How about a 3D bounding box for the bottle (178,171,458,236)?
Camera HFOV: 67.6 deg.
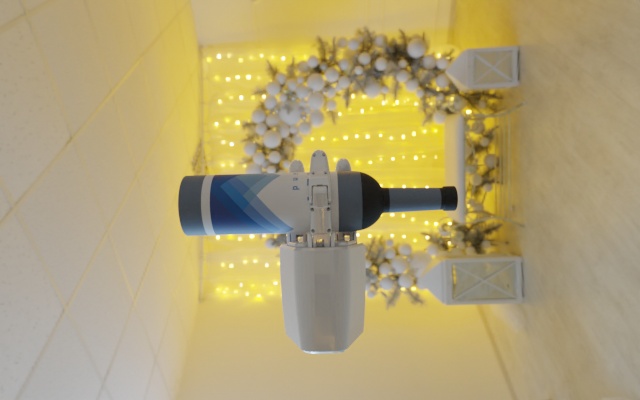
[{"bbox_3d":[0.000,0.002,0.524,0.296,0.069,0.069,-2,0,1],"label":"bottle"}]
